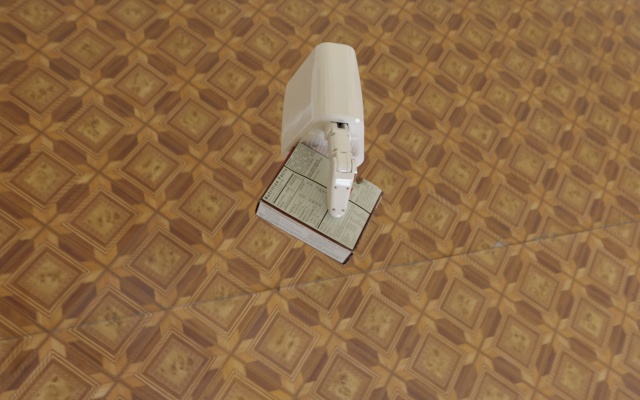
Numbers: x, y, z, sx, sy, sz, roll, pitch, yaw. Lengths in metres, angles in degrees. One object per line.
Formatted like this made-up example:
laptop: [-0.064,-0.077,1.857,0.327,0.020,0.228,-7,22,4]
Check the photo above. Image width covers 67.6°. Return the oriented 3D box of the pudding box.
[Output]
pudding box: [0.000,0.002,0.510,0.113,0.090,0.039,29,-31,2]
